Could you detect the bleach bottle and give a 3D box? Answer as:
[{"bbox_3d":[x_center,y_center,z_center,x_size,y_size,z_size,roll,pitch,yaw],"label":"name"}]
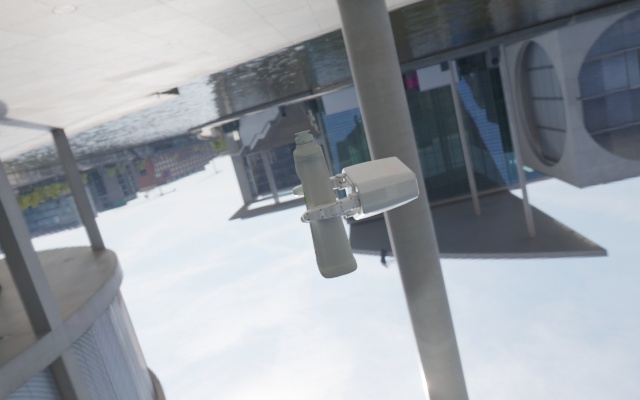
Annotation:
[{"bbox_3d":[0.000,0.003,0.838,0.068,0.251,0.102,-15,11,-7],"label":"bleach bottle"}]
